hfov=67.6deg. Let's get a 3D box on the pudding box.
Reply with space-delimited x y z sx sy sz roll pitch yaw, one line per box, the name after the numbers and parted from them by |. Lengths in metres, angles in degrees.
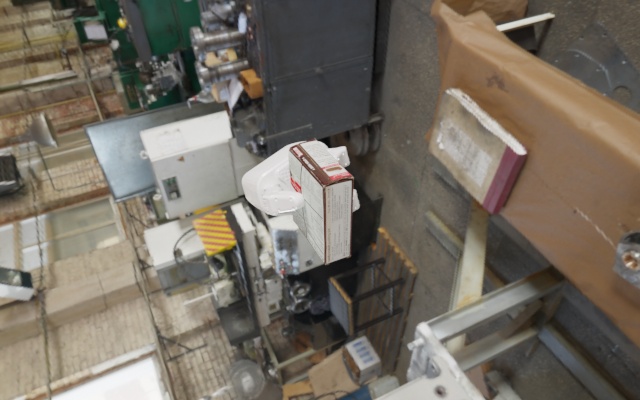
0.000 0.002 0.536 0.039 0.114 0.090 -20 41 -20 | pudding box
